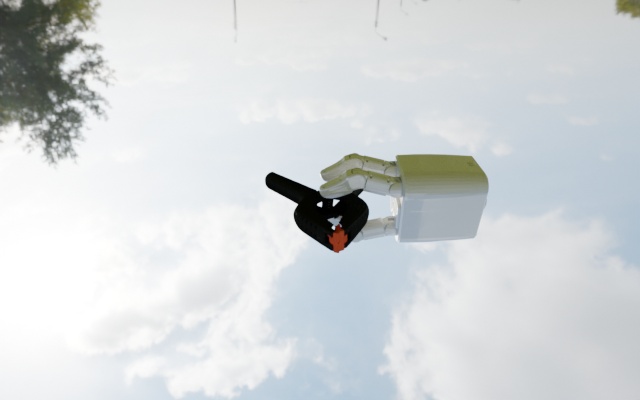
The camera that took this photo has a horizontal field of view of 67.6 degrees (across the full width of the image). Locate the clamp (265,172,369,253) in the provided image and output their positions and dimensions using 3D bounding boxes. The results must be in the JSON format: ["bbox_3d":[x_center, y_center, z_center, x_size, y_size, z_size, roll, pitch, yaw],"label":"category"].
[{"bbox_3d":[0.000,0.003,0.628,0.164,0.036,0.210,-3,26,2],"label":"clamp"}]
